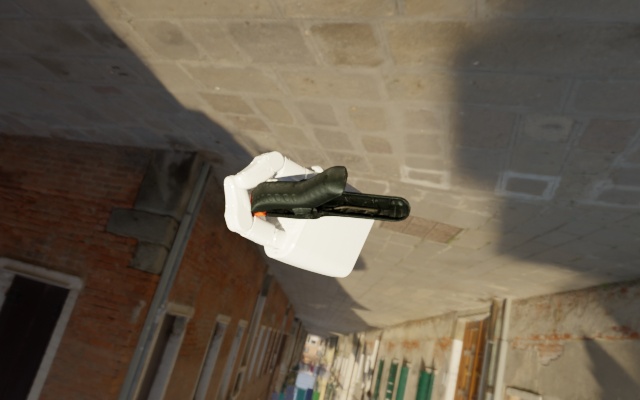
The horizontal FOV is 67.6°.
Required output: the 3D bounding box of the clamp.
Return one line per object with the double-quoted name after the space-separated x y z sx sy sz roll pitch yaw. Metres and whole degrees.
0.000 0.002 0.477 0.120 0.039 0.171 26 -19 -38 "clamp"
